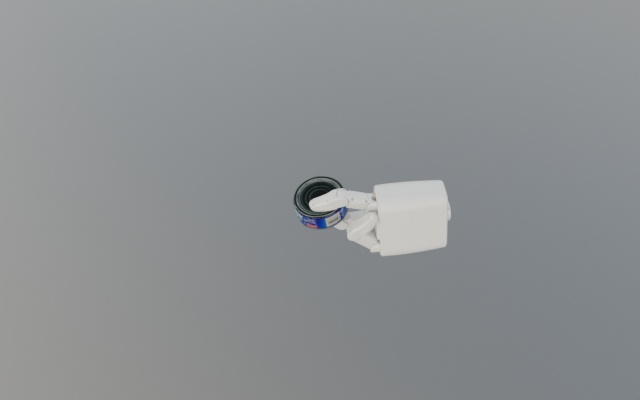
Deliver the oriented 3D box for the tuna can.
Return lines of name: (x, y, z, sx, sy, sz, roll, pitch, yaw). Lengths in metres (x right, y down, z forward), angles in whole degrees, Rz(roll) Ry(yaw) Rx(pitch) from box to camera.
tuna can: (0.000, 0.002, 0.762, 0.086, 0.086, 0.034, 0, -37, 11)
